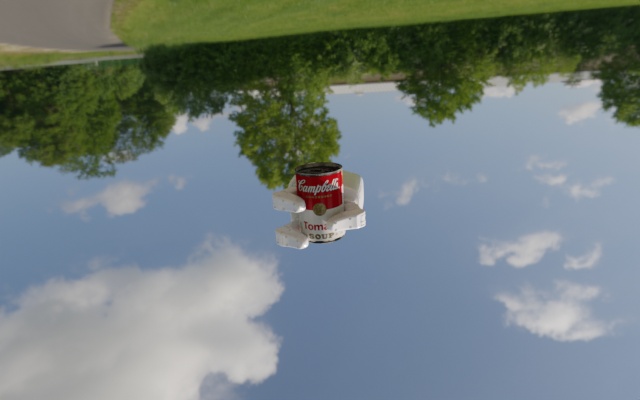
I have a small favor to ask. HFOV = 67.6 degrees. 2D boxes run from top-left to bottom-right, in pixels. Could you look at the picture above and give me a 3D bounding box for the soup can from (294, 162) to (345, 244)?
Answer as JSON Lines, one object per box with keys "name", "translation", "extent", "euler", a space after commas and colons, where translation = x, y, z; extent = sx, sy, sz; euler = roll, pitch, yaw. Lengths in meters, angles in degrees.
{"name": "soup can", "translation": [0.000, 0.003, 0.682], "extent": [0.068, 0.102, 0.068], "euler": [-3, 18, 1]}
